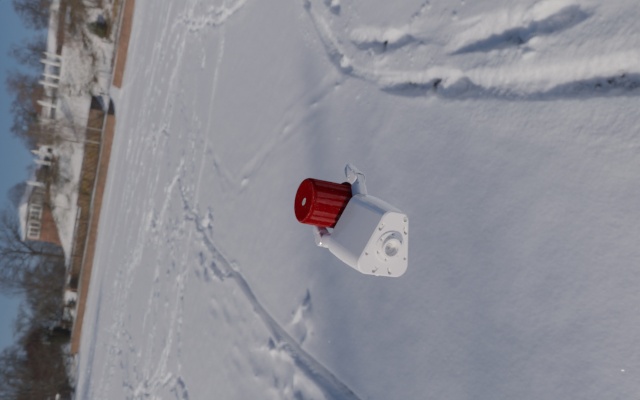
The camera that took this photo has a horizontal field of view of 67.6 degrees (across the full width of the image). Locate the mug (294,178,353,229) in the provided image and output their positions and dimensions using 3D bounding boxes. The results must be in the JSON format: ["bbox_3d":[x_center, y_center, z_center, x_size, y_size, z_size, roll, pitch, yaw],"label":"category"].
[{"bbox_3d":[-0.001,0.002,0.863,0.081,0.093,0.117,10,9,-27],"label":"mug"}]
